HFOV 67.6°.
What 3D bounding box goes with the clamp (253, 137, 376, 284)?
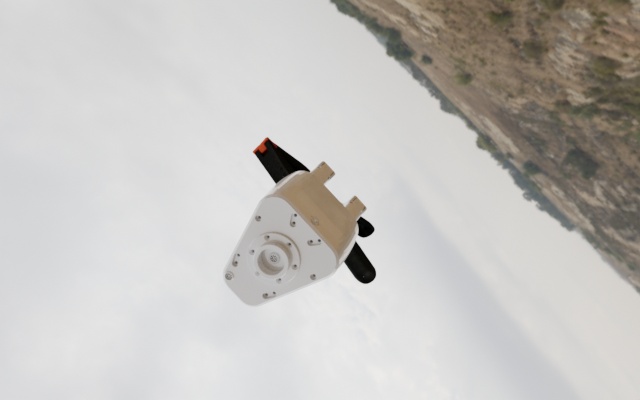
[{"bbox_3d":[-0.001,0.002,0.615,0.036,0.210,0.164,-43,1,14],"label":"clamp"}]
